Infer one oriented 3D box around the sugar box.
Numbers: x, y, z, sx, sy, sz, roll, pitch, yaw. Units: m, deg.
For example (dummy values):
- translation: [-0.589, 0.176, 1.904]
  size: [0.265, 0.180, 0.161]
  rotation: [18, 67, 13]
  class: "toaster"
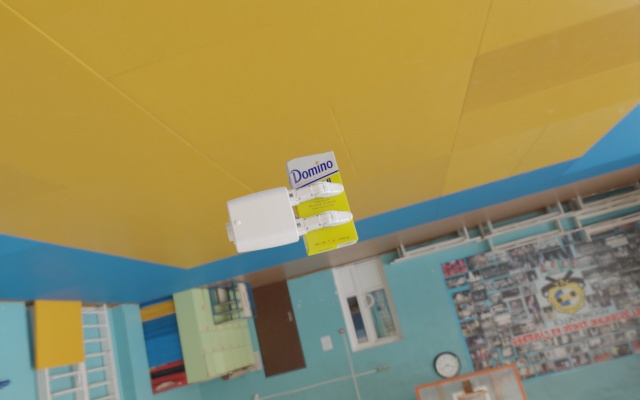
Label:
- translation: [0.000, 0.003, 0.868]
  size: [0.093, 0.176, 0.048]
  rotation: [-13, -16, -8]
  class: "sugar box"
